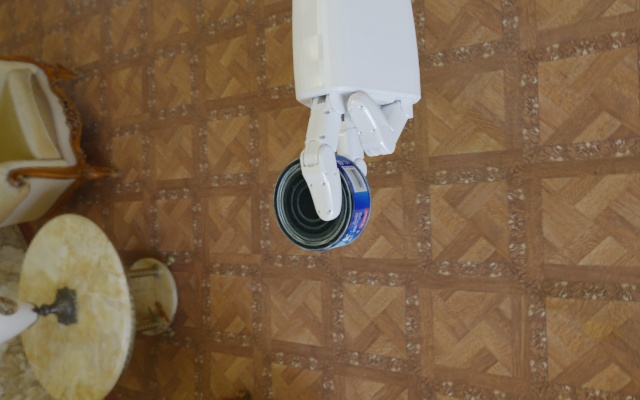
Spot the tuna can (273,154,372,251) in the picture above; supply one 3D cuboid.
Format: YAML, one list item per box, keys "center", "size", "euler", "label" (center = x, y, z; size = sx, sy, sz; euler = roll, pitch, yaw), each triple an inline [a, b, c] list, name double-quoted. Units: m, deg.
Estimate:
- center: [0.000, 0.001, 0.423]
  size: [0.086, 0.086, 0.034]
  euler: [0, 4, 34]
  label: "tuna can"
